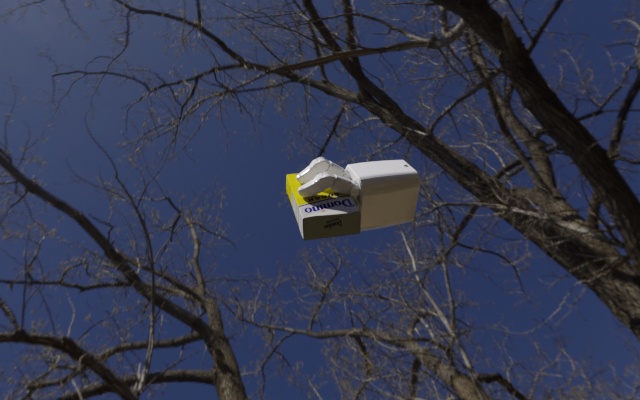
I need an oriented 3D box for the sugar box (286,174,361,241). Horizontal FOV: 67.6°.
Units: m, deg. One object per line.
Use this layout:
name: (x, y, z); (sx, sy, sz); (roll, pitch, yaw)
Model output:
sugar box: (0.000, 0.002, 0.799); (0.093, 0.048, 0.176); (-6, 24, -11)
